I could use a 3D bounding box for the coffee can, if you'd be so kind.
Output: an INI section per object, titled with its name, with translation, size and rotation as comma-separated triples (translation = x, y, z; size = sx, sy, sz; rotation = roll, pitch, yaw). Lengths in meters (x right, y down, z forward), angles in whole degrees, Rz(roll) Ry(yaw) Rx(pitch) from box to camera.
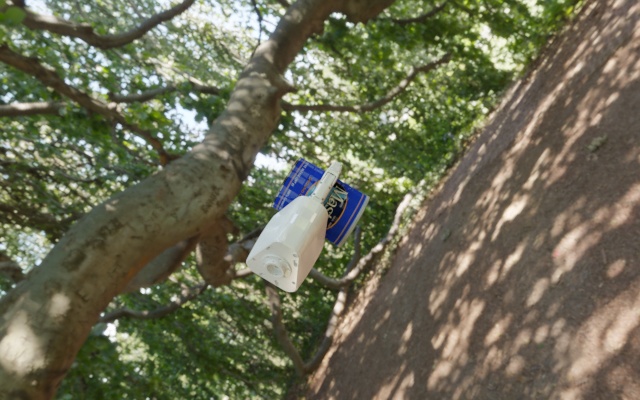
[coffee can]
translation = 0.000, 0.003, 0.831
size = 0.140, 0.103, 0.103
rotation = 31, 0, 0
